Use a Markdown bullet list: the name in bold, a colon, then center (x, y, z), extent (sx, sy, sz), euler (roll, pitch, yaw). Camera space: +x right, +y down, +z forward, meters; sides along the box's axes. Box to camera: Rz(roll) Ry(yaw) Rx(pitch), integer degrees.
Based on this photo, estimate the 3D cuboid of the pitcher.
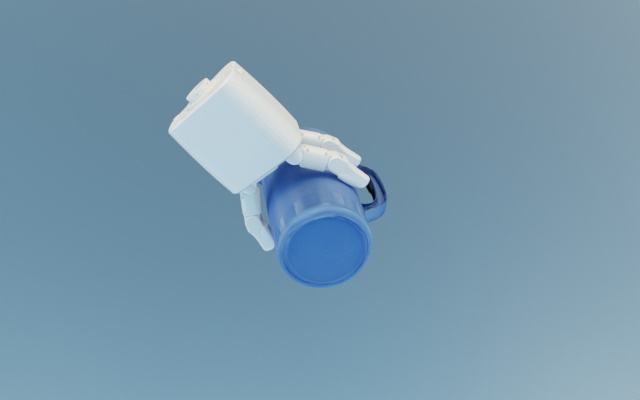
- **pitcher**: center (0.000, 0.002, 0.625), extent (0.149, 0.145, 0.242), euler (-39, 26, 11)
